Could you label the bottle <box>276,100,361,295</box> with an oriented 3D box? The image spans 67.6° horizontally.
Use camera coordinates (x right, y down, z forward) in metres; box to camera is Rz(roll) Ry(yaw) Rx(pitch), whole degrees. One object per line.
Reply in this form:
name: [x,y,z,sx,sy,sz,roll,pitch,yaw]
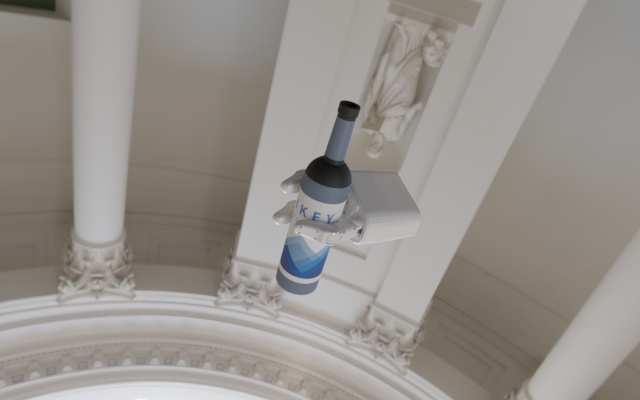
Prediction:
bottle: [0.000,0.002,0.669,0.069,0.296,0.069,13,30,-7]
